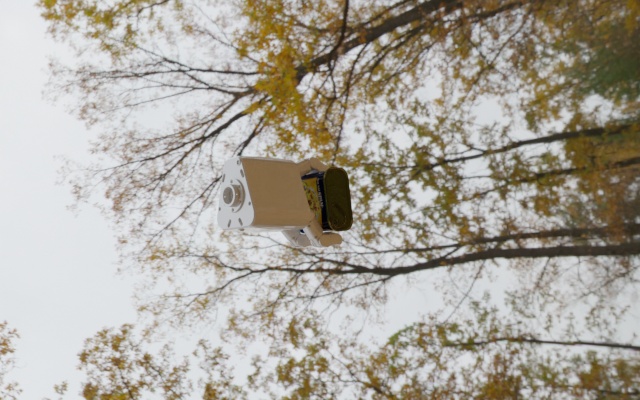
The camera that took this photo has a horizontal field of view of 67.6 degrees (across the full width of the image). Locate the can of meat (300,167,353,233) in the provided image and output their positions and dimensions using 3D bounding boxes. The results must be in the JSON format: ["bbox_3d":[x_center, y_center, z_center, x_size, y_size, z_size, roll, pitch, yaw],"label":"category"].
[{"bbox_3d":[0.000,0.002,0.778,0.084,0.102,0.057,-9,-4,43],"label":"can of meat"}]
